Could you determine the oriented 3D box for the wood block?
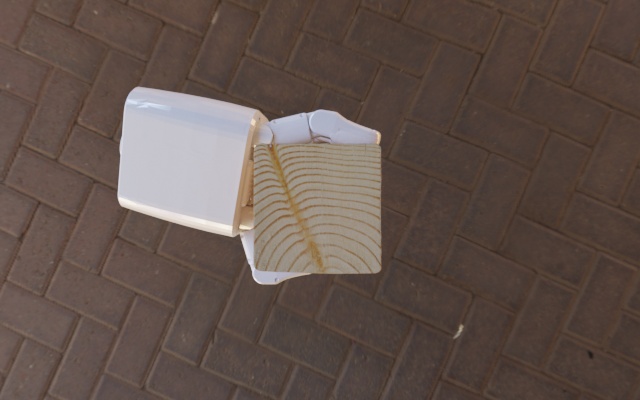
[{"bbox_3d":[0.000,0.002,0.428,0.090,0.091,0.206,1,3,1],"label":"wood block"}]
